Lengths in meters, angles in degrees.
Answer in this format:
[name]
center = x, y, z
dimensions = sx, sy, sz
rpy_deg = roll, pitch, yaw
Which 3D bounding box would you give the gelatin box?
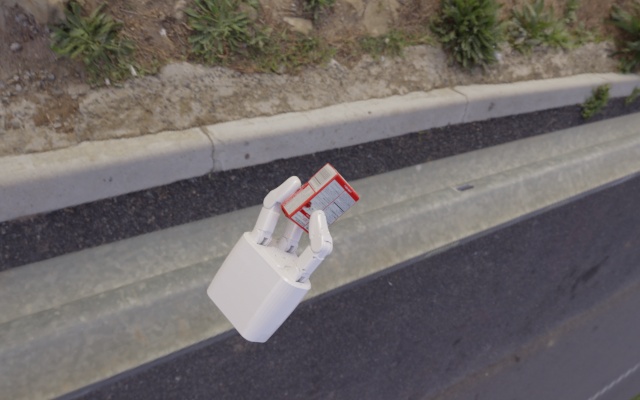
[gelatin box]
center = 0.001, 0.002, 0.651
dimensions = 0.073, 0.089, 0.030
rpy_deg = 43, 7, -50
